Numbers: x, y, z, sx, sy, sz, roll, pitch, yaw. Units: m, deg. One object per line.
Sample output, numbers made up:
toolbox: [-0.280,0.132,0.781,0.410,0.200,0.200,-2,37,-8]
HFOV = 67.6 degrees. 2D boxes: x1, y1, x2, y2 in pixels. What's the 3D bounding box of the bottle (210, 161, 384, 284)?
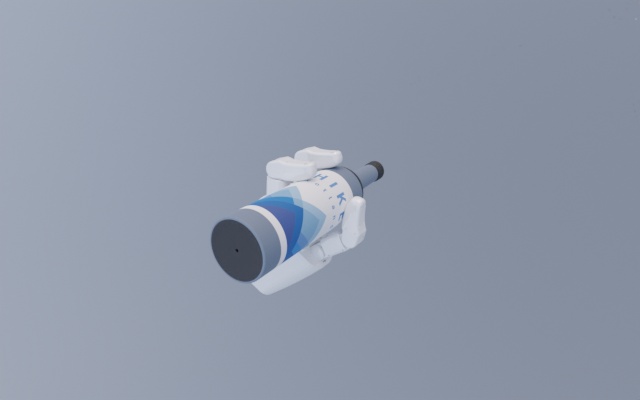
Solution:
bottle: [0.000,0.002,0.554,0.069,0.069,0.295,0,18,33]
